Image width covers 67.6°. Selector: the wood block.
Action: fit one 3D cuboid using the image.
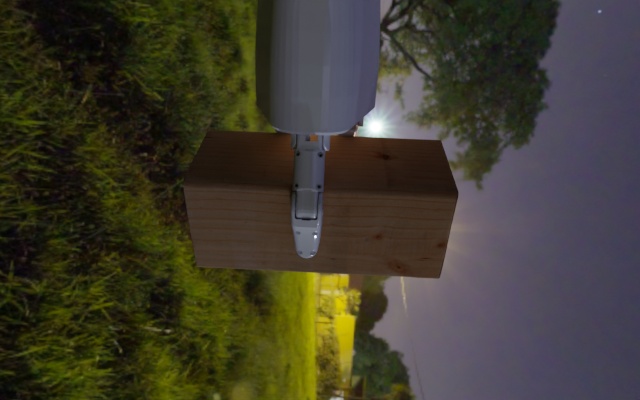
[{"bbox_3d":[0.000,0.001,0.412,0.206,0.090,0.090,3,35,1],"label":"wood block"}]
